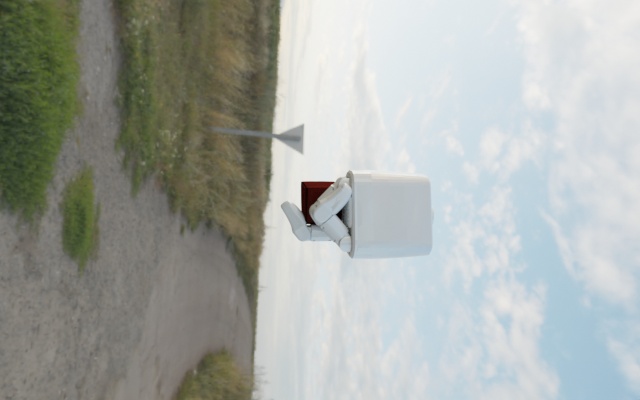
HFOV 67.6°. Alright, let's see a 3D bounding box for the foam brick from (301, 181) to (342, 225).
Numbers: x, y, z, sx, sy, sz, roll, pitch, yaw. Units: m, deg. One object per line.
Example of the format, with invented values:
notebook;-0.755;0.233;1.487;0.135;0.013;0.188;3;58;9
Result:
foam brick;0.000;0.002;0.680;0.051;0.053;0.078;-1;10;-7
